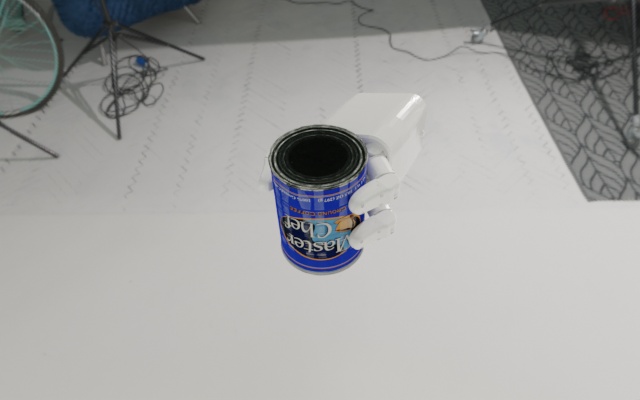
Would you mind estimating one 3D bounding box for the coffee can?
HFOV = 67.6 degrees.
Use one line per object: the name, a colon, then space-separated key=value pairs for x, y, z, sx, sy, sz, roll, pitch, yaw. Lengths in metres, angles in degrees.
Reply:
coffee can: x=0.000 y=0.002 z=0.535 sx=0.103 sy=0.102 sz=0.140 roll=0 pitch=-44 yaw=3
